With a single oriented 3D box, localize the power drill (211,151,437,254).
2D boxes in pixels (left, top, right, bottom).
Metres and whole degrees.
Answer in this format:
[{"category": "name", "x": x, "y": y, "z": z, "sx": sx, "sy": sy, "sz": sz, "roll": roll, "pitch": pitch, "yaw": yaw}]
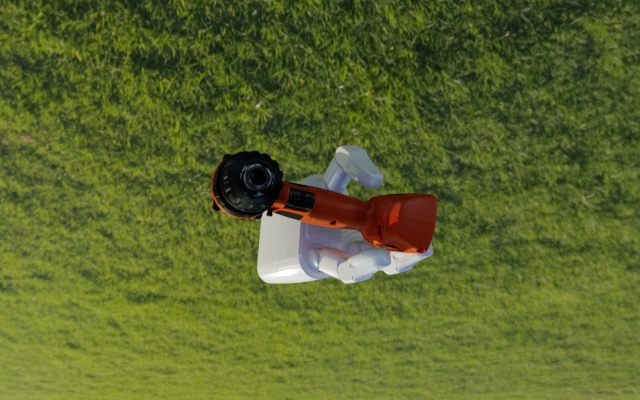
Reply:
[{"category": "power drill", "x": 0.000, "y": 0.002, "z": 0.411, "sx": 0.187, "sy": 0.057, "sz": 0.184, "roll": 14, "pitch": -4, "yaw": -15}]
